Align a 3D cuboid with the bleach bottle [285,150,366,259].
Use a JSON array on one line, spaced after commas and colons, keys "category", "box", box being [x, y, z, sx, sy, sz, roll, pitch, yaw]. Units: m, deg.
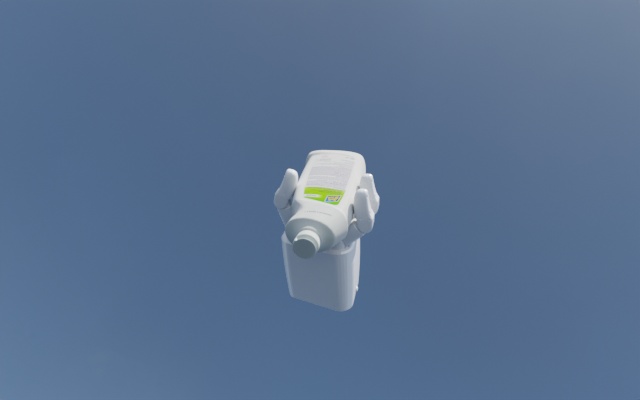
[{"category": "bleach bottle", "box": [0.000, 0.002, 0.671, 0.102, 0.068, 0.250, 2, 26, 13]}]
